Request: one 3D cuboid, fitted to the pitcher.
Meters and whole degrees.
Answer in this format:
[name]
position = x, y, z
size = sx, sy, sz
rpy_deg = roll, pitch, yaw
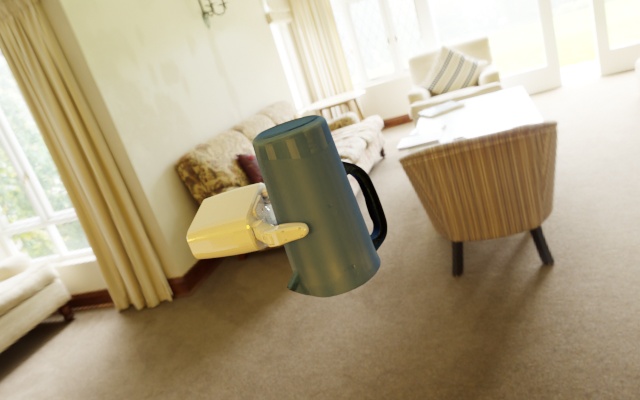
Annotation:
[pitcher]
position = 0.000, 0.002, 0.694
size = 0.145, 0.243, 0.149
rpy_deg = -12, 18, 19
